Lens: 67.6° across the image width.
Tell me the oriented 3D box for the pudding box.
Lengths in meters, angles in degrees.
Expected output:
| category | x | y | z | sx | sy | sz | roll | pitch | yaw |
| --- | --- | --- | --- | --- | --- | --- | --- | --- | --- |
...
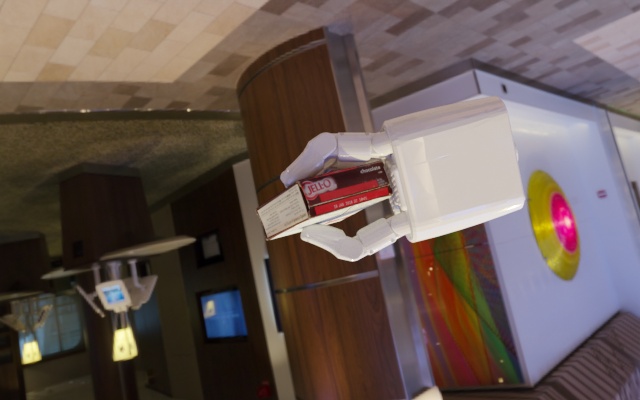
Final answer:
| category | x | y | z | sx | sy | sz | roll | pitch | yaw |
| --- | --- | --- | --- | --- | --- | --- | --- | --- | --- |
| pudding box | 0.000 | 0.002 | 0.453 | 0.090 | 0.039 | 0.113 | -14 | -9 | -29 |
